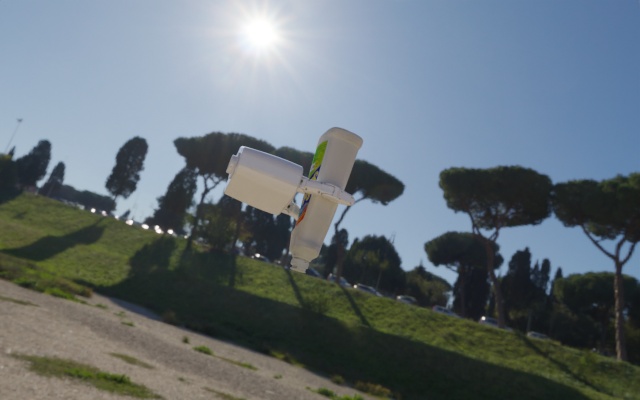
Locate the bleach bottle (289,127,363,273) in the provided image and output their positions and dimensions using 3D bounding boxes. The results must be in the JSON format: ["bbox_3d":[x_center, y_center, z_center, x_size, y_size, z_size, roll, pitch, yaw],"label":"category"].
[{"bbox_3d":[0.000,0.003,0.839,0.068,0.250,0.102,21,-15,-16],"label":"bleach bottle"}]
